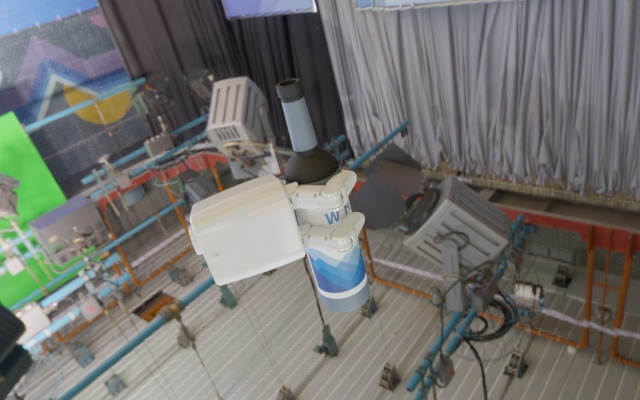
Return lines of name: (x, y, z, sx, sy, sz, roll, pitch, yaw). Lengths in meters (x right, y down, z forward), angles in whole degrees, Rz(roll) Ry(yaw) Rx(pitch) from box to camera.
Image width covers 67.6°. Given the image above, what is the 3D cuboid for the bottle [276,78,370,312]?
bottle: (0.000, 0.002, 0.567, 0.069, 0.296, 0.069, -12, 29, 7)
